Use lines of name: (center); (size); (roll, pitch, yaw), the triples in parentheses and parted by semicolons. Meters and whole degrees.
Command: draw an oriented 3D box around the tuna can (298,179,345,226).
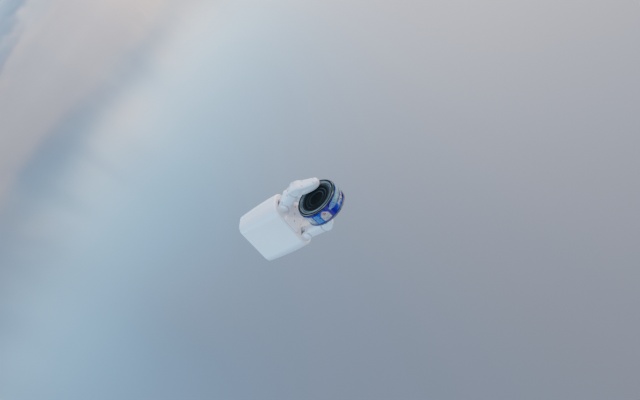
tuna can: (0.000, 0.003, 0.884); (0.086, 0.086, 0.034); (0, -35, 47)
